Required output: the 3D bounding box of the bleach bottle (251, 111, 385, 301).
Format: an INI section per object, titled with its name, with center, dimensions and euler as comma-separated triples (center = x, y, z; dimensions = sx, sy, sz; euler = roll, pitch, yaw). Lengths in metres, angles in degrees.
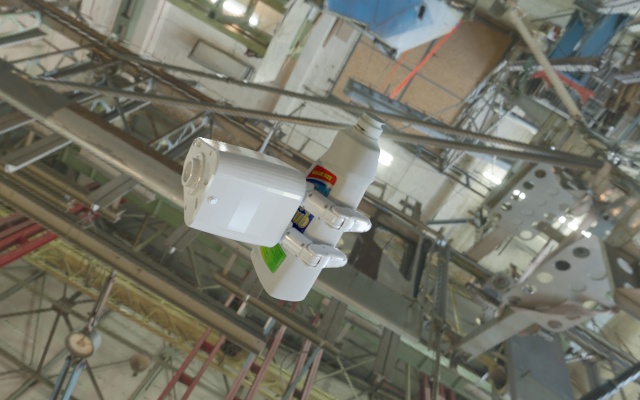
[bleach bottle]
center = 0.000, 0.002, 0.594
dimensions = 0.068, 0.251, 0.102
euler = 16, 25, -33
